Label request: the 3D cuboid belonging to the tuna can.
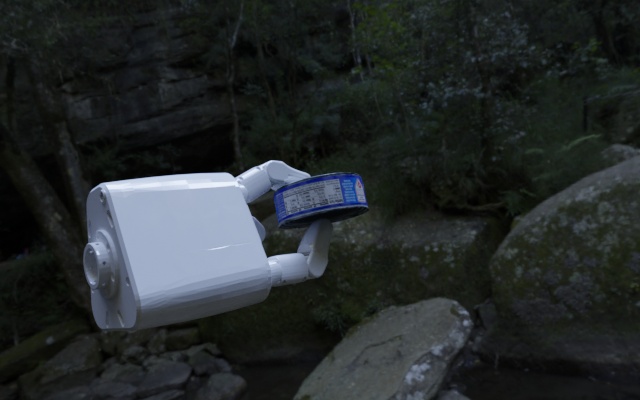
[{"bbox_3d":[0.000,0.001,0.446,0.086,0.033,0.086,-11,-10,-2],"label":"tuna can"}]
